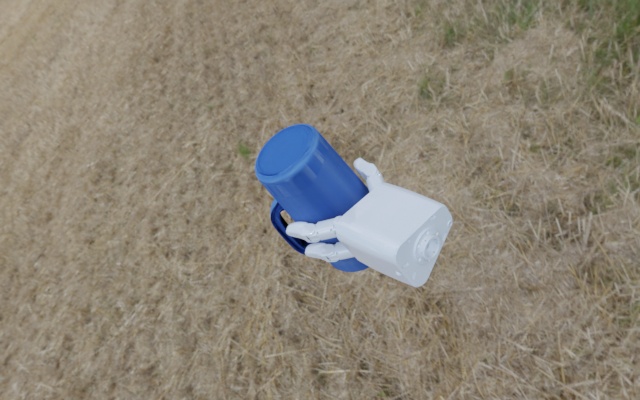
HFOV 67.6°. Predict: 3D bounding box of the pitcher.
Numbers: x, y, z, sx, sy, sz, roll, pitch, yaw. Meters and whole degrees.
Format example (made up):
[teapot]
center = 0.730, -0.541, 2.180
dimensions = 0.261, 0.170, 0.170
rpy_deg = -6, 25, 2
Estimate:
[pitcher]
center = 0.000, 0.002, 0.742
dimensions = 0.145, 0.149, 0.243
rpy_deg = 25, -17, 47
